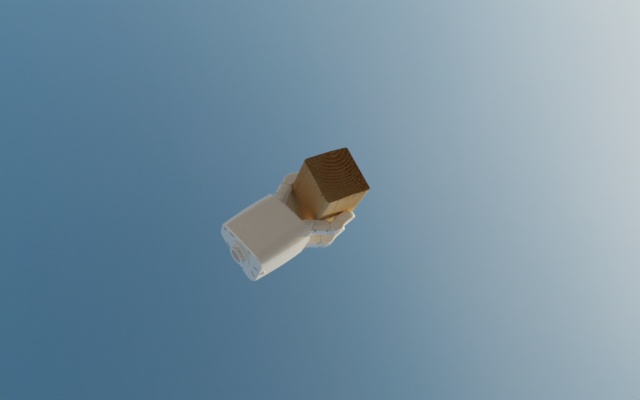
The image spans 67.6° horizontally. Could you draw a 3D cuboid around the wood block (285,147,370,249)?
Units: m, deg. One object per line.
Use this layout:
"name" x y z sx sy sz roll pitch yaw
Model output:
"wood block" 0.000 0.003 0.885 0.090 0.090 0.206 -19 -20 -27
